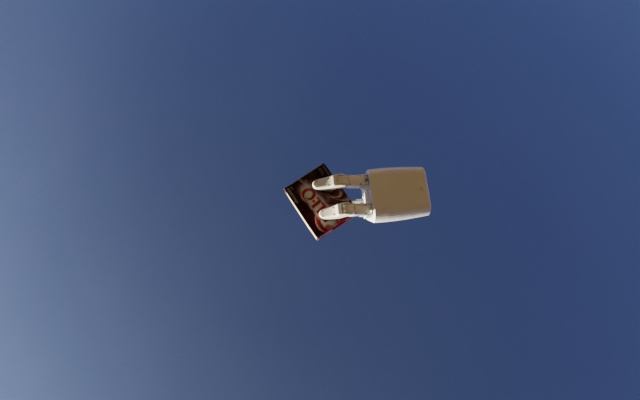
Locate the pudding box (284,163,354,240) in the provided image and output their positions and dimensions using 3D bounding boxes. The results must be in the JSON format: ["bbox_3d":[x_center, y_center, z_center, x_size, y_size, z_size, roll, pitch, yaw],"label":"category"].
[{"bbox_3d":[0.000,0.003,0.877,0.090,0.113,0.039,-33,-12,-9],"label":"pudding box"}]
